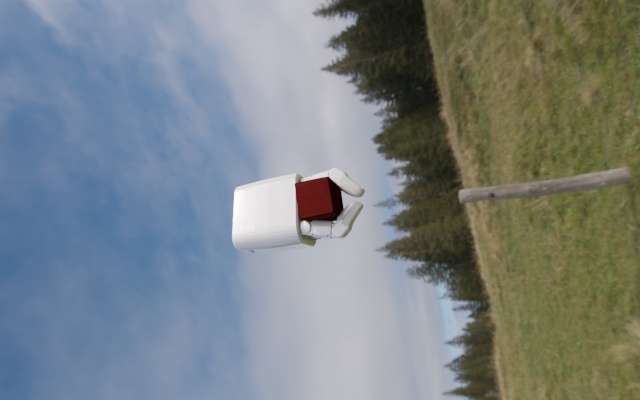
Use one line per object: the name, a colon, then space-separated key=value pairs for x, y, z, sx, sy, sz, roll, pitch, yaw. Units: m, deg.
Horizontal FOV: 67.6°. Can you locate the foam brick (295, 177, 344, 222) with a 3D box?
foam brick: x=0.000 y=0.002 z=0.689 sx=0.051 sy=0.053 sz=0.078 roll=-10 pitch=-12 yaw=13
